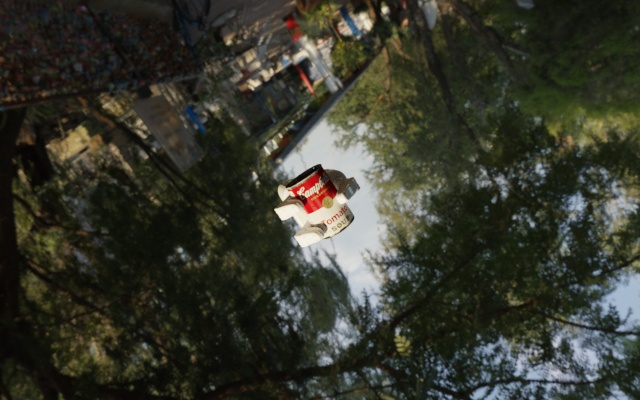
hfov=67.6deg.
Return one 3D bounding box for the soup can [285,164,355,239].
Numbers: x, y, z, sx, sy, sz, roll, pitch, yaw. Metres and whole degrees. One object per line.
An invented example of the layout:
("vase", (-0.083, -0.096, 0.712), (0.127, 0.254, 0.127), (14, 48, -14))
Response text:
("soup can", (0.001, 0.003, 0.758), (0.068, 0.102, 0.068), (-32, 13, 8))
